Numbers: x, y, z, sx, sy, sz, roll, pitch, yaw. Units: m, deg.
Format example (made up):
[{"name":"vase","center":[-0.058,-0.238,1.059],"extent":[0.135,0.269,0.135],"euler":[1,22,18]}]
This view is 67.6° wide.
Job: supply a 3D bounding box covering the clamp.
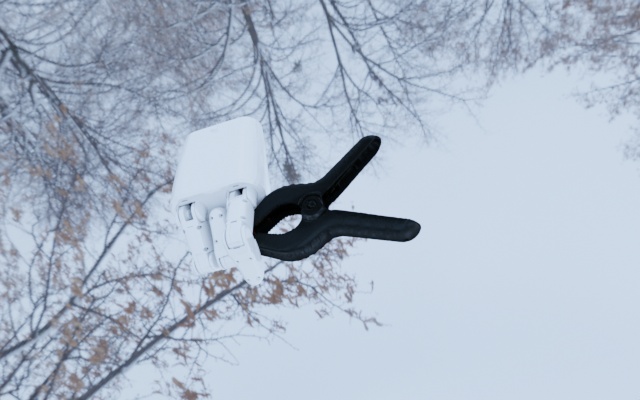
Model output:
[{"name":"clamp","center":[0.000,0.002,0.458],"extent":[0.171,0.120,0.039],"euler":[-13,-39,8]}]
